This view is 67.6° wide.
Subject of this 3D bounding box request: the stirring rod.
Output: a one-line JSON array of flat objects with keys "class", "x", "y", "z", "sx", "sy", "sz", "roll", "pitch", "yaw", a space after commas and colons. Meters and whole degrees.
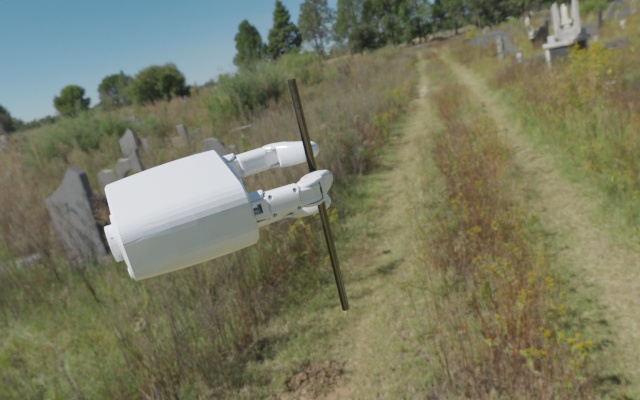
[{"class": "stirring rod", "x": 0.000, "y": 0.002, "z": 0.470, "sx": 0.011, "sy": 0.239, "sz": 0.011, "roll": -12, "pitch": 16, "yaw": 4}]
